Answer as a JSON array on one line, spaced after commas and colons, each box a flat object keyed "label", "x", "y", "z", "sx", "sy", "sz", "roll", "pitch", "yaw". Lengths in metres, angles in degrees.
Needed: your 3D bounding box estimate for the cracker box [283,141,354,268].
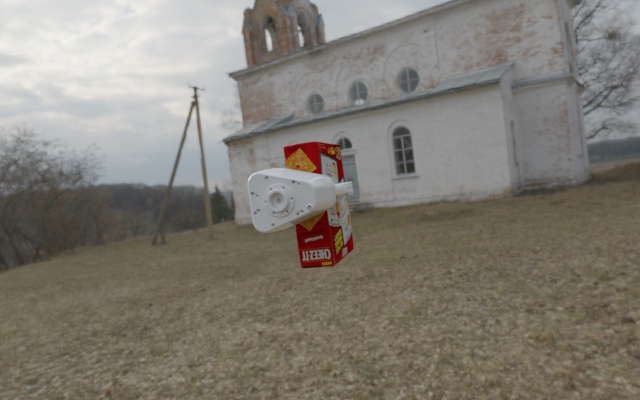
[{"label": "cracker box", "x": 0.000, "y": 0.003, "z": 0.885, "sx": 0.072, "sy": 0.214, "sz": 0.164, "roll": -7, "pitch": 3, "yaw": 16}]
